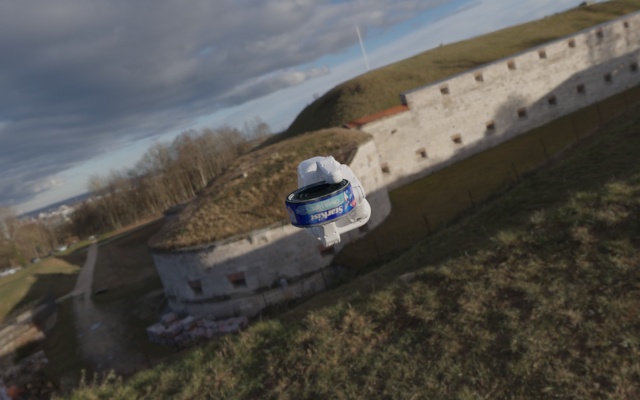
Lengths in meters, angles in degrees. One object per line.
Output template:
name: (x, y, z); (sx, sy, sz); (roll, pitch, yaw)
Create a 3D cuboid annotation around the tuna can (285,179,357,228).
tuna can: (0.000, 0.001, 0.593); (0.086, 0.034, 0.086); (-15, 15, 4)
